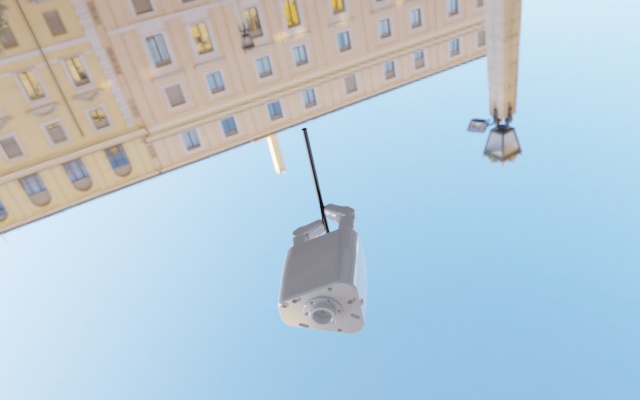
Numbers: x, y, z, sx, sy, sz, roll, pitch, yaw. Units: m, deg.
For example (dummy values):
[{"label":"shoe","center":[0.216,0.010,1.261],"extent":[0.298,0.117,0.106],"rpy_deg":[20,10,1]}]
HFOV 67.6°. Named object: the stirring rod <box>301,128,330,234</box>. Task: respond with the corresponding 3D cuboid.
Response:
[{"label":"stirring rod","center":[0.000,0.002,0.718],"extent":[0.011,0.240,0.011],"rpy_deg":[-9,31,6]}]
